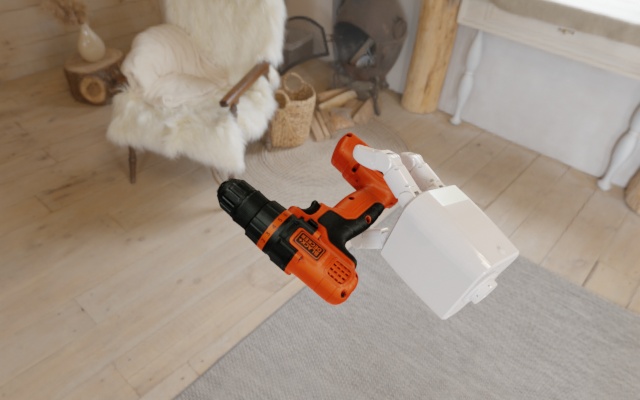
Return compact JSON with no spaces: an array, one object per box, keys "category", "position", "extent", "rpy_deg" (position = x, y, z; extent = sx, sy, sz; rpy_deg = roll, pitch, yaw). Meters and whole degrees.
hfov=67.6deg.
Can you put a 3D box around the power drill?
[{"category":"power drill","position":[0.001,0.002,0.554],"extent":[0.187,0.184,0.057],"rpy_deg":[-46,-5,-33]}]
